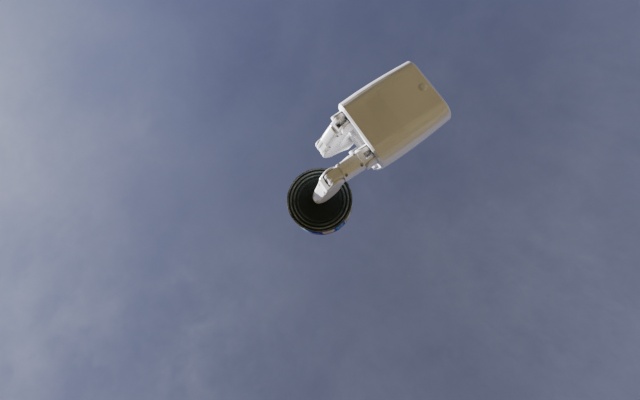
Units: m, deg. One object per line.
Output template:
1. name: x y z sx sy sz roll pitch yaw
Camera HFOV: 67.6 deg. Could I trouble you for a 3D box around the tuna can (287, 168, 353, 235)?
1. tuna can: 0.000 0.002 0.633 0.086 0.086 0.034 0 -12 6
